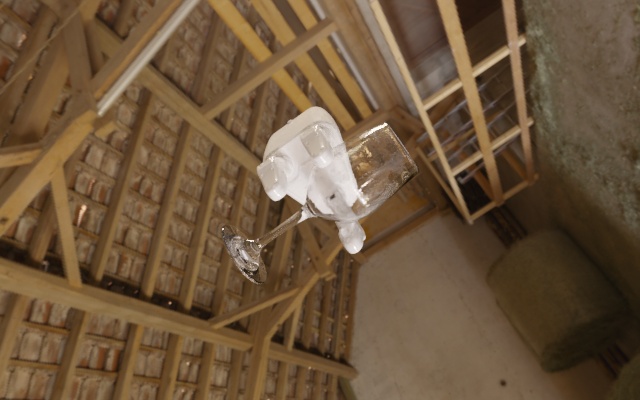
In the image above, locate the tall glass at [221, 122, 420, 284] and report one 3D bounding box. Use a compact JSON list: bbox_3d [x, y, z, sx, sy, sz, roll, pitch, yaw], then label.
[{"bbox_3d":[0.000,0.002,0.491,0.201,0.079,0.079,-34,-6,9],"label":"tall glass"}]
